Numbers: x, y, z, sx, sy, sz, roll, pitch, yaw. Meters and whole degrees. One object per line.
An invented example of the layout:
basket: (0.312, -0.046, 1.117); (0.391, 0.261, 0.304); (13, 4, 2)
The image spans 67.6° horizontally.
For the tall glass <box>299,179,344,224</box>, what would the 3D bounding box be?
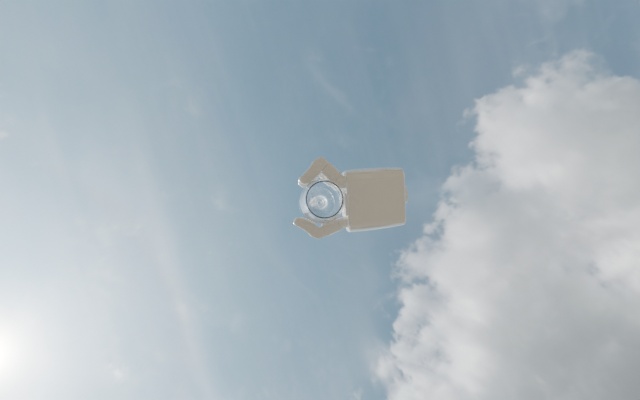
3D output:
tall glass: (0.000, 0.003, 0.872); (0.079, 0.079, 0.201); (0, -2, -4)
